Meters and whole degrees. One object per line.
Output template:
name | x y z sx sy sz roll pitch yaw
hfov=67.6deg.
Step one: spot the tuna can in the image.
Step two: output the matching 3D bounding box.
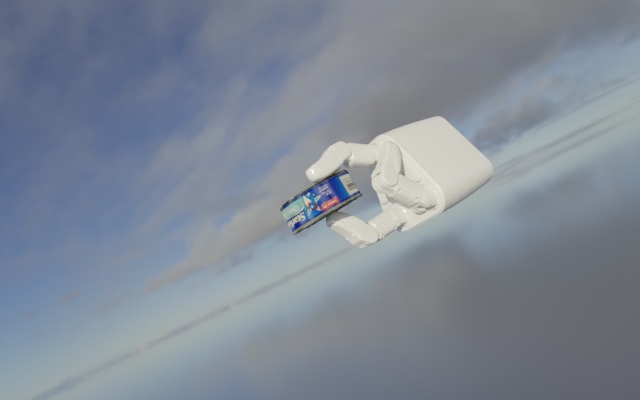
tuna can | 0.000 0.001 0.514 0.086 0.034 0.086 -30 -3 -2
